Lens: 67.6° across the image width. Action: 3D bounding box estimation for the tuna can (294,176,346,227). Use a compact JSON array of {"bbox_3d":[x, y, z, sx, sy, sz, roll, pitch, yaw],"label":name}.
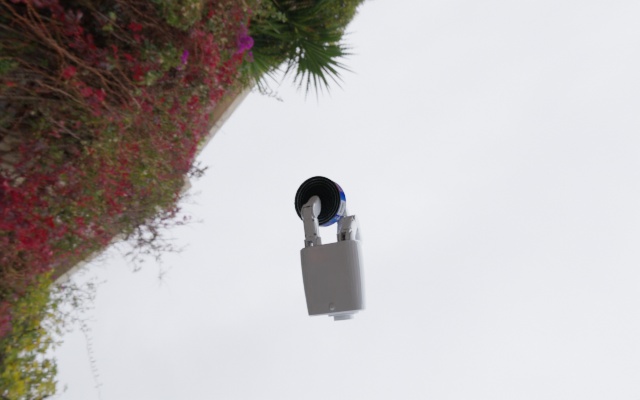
[{"bbox_3d":[0.000,0.003,0.816,0.086,0.086,0.034,0,-9,24],"label":"tuna can"}]
